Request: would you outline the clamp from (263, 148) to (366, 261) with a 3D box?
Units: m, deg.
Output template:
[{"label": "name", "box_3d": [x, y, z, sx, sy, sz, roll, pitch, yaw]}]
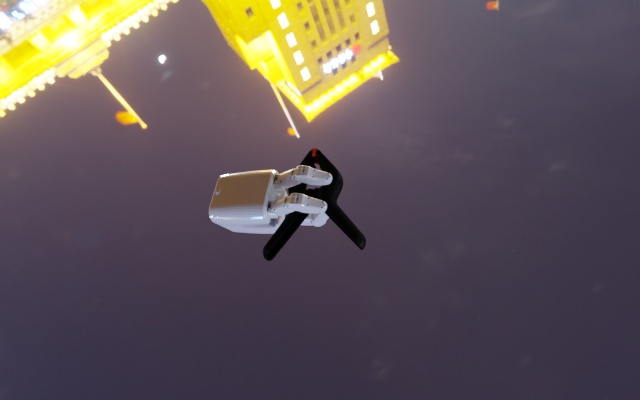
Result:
[{"label": "clamp", "box_3d": [0.000, 0.003, 0.784, 0.164, 0.209, 0.036, -2, -33, 17]}]
